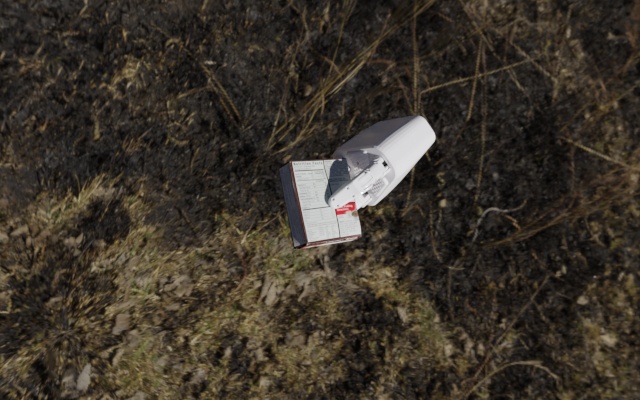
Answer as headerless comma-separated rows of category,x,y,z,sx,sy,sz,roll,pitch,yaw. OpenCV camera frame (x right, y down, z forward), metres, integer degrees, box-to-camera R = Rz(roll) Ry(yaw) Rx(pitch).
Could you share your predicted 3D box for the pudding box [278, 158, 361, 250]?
pudding box,0.000,0.002,0.627,0.090,0.113,0.039,-6,-12,-32
